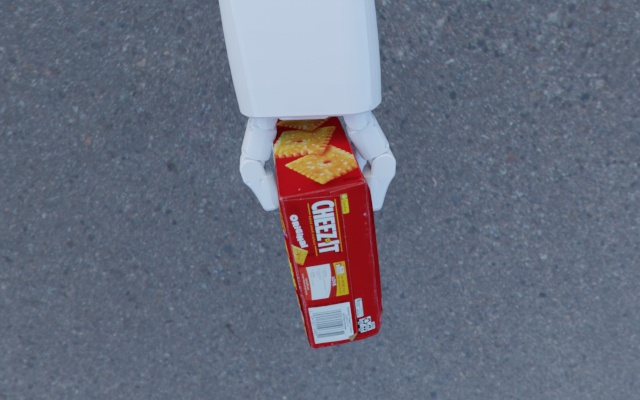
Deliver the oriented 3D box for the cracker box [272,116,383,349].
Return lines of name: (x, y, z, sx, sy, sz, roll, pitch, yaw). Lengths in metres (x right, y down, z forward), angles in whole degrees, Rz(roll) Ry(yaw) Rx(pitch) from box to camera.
cracker box: (0.000, 0.002, 0.457, 0.072, 0.164, 0.213, -10, 34, -2)
